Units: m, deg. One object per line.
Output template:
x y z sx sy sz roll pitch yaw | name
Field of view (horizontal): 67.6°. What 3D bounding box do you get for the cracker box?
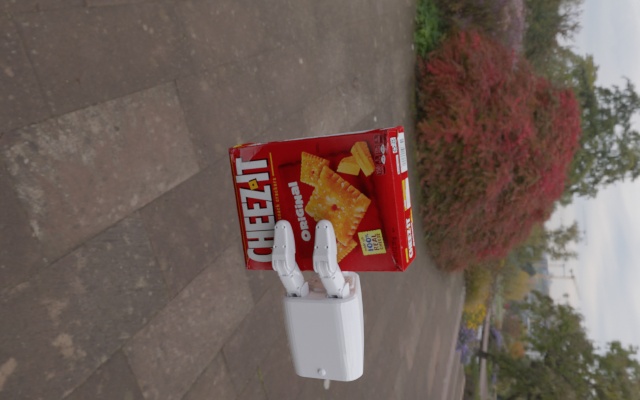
0.000 0.002 0.592 0.214 0.164 0.072 -3 9 24 | cracker box
